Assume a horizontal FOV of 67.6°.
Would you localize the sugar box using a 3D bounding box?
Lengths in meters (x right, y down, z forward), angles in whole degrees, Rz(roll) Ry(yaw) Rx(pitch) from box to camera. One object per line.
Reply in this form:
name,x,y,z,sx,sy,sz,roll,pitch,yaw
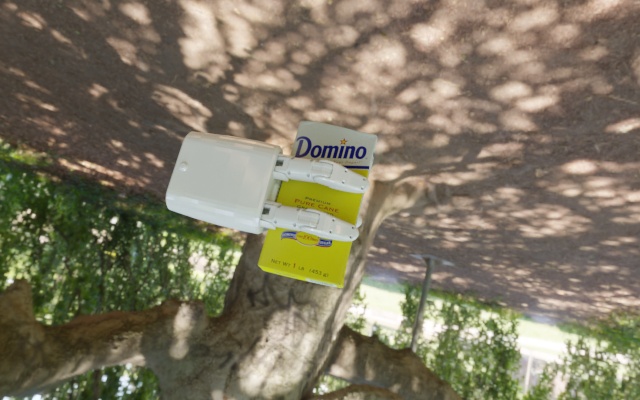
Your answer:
sugar box,0.000,0.002,0.535,0.093,0.176,0.048,12,-14,7
